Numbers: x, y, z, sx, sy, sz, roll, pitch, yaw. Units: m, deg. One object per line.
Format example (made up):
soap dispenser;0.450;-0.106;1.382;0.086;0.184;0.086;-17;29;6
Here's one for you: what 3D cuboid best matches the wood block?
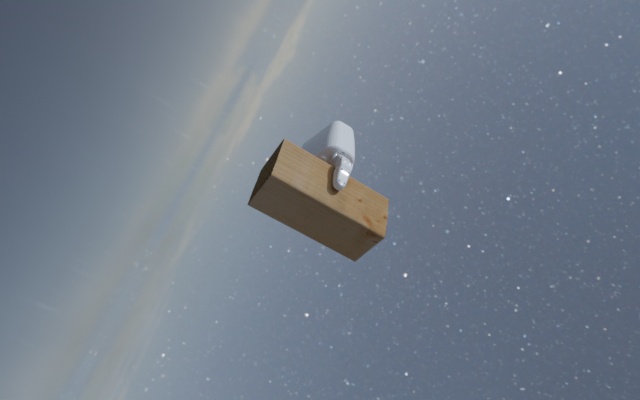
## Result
wood block;0.000;0.002;0.778;0.206;0.090;0.091;29;-45;-15
